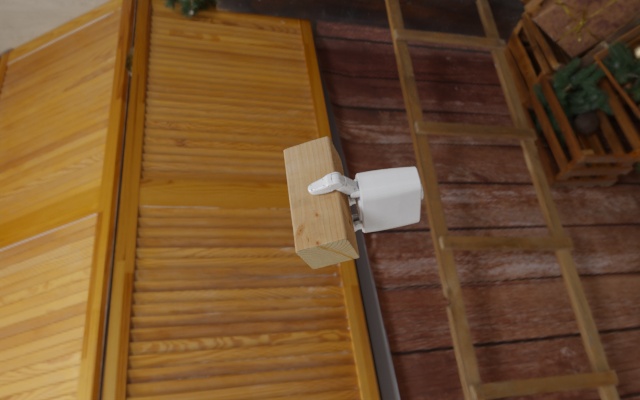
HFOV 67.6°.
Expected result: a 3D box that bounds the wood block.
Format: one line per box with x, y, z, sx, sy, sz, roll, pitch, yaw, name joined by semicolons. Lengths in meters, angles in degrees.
0.000;0.003;0.849;0.090;0.206;0.091;-16;-30;11;wood block
